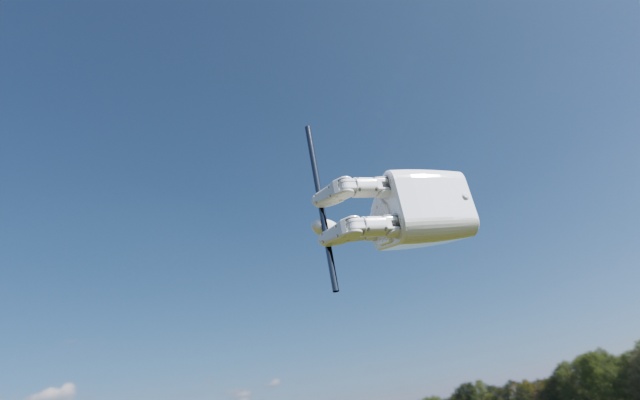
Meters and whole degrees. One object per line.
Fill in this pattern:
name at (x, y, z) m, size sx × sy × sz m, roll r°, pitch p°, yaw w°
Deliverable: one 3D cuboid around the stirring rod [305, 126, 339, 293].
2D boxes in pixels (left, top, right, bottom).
stirring rod at (0.000, 0.002, 0.617) m, size 0.011 × 0.239 × 0.011 m, roll -8°, pitch -27°, yaw -4°
